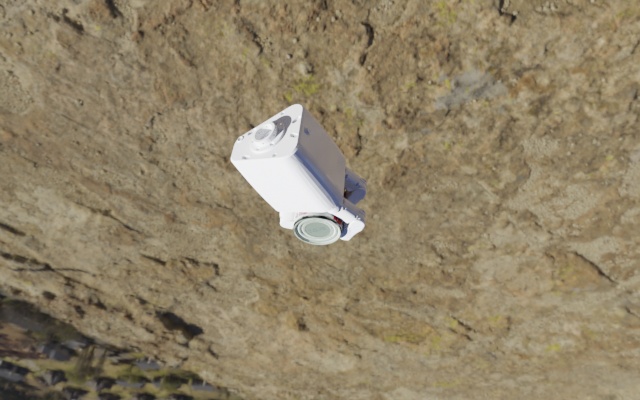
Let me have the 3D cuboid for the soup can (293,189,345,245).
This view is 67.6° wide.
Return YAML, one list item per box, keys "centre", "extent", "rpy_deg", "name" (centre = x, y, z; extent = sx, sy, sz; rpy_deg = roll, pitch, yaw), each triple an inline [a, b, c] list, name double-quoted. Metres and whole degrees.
- centre: [0.000, 0.003, 0.671]
  extent: [0.068, 0.102, 0.069]
  rpy_deg: [4, -38, 3]
  name: "soup can"
